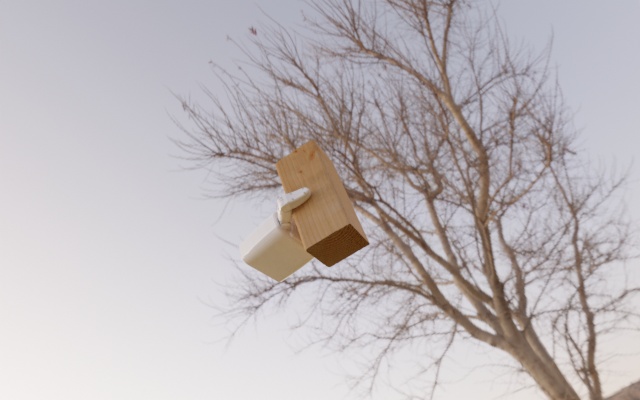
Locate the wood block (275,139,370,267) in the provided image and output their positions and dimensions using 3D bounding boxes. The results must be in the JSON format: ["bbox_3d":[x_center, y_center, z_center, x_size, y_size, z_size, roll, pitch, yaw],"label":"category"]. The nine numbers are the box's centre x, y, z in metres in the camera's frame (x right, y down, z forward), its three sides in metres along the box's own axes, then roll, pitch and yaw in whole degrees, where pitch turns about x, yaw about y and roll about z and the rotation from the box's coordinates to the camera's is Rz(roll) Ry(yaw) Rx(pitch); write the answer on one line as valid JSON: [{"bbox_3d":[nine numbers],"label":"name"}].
[{"bbox_3d":[0.000,0.003,0.866,0.090,0.206,0.091,-32,-38,12],"label":"wood block"}]
